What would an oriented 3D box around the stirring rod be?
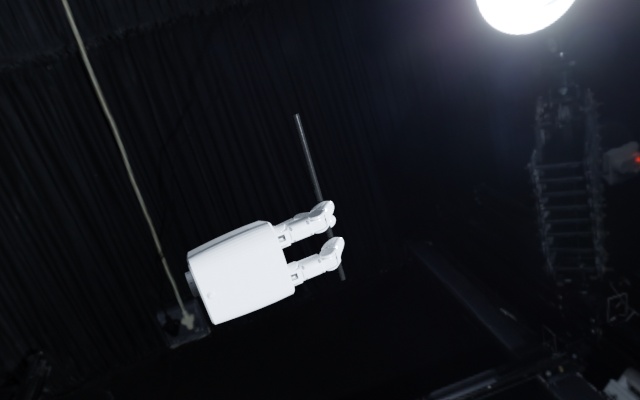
[{"bbox_3d":[0.000,0.002,0.629,0.011,0.240,0.011,-14,21,5],"label":"stirring rod"}]
